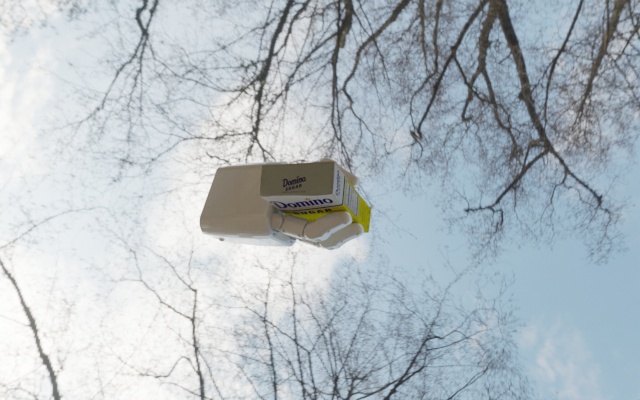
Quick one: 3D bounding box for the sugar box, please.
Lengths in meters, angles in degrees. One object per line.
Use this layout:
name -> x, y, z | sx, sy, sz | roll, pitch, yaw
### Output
sugar box -> 0.000, 0.003, 0.618 | 0.093, 0.048, 0.176 | -2, -16, 20
